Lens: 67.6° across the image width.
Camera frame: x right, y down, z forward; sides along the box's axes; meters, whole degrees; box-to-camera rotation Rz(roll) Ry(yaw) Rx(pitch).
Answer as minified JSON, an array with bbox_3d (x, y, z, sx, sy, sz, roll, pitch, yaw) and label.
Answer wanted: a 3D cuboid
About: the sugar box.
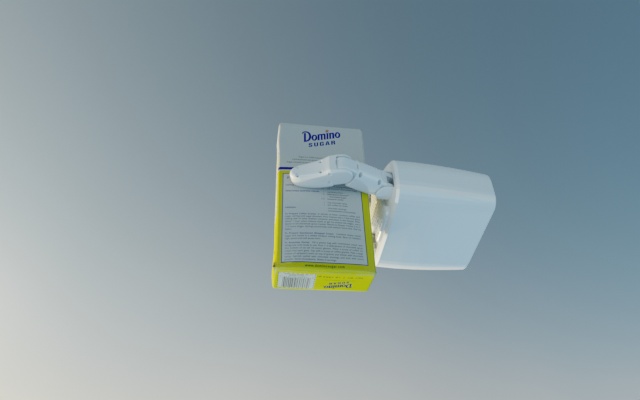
[{"bbox_3d":[0.000,0.002,0.481,0.093,0.176,0.048,4,-38,-7],"label":"sugar box"}]
